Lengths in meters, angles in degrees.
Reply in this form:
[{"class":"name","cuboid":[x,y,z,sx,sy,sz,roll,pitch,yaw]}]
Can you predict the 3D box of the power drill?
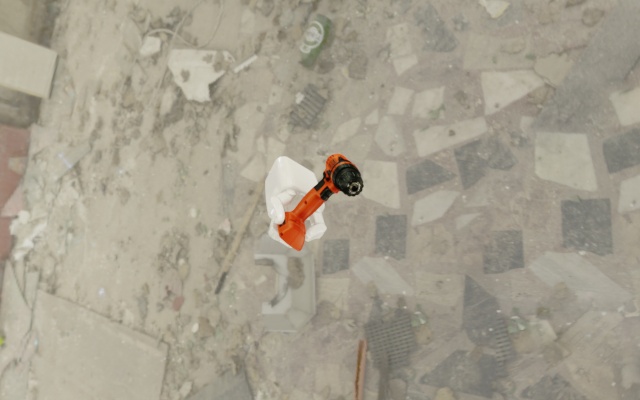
[{"class":"power drill","cuboid":[0.000,0.003,0.884,0.057,0.187,0.184,41,8,-16]}]
